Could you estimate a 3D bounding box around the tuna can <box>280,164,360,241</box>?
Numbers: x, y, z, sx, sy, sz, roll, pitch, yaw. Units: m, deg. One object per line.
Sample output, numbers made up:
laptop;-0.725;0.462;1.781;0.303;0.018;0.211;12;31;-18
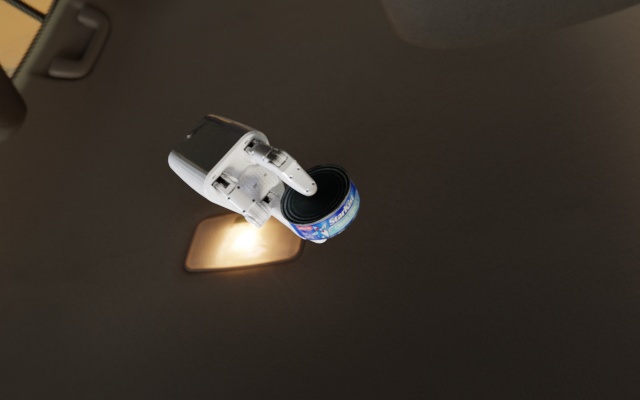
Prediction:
tuna can;0.000;0.002;0.532;0.086;0.086;0.034;0;-38;33
